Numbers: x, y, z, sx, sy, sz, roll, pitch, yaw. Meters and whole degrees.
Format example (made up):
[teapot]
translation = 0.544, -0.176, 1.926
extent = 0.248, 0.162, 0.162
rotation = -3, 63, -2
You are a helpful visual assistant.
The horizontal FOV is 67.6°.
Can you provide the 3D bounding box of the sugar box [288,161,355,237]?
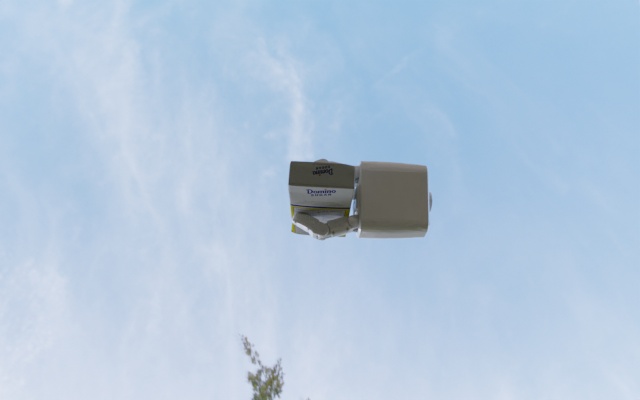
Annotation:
[sugar box]
translation = 0.000, 0.002, 0.730
extent = 0.093, 0.048, 0.176
rotation = 4, -29, 0
